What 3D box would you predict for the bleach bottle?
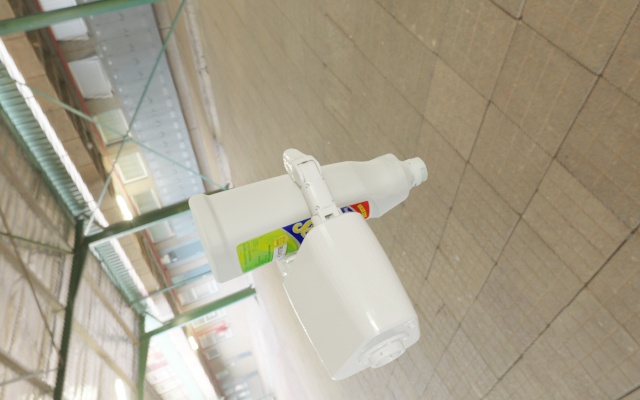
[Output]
[{"bbox_3d":[0.000,0.002,0.494,0.251,0.068,0.103,-20,-29,-16],"label":"bleach bottle"}]
